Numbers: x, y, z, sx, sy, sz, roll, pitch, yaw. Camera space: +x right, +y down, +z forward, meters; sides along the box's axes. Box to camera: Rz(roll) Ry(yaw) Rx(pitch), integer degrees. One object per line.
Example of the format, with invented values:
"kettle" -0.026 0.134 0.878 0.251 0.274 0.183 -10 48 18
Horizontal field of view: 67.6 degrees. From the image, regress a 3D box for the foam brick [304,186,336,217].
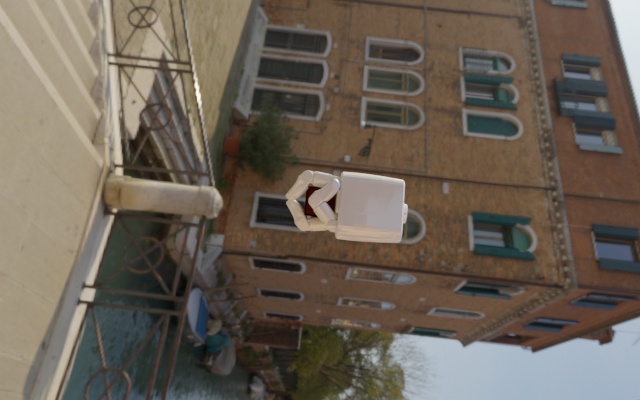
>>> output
"foam brick" 0.000 0.003 0.844 0.051 0.053 0.078 5 1 0
